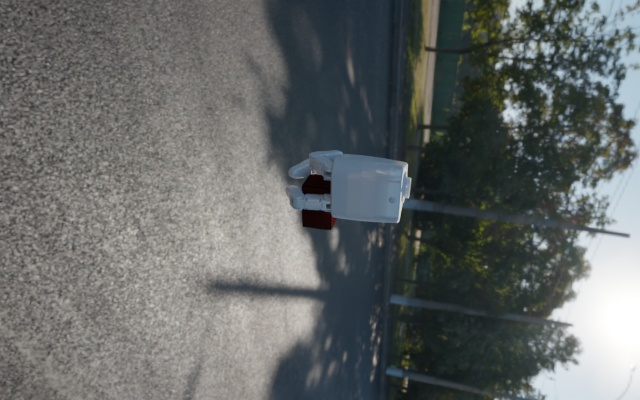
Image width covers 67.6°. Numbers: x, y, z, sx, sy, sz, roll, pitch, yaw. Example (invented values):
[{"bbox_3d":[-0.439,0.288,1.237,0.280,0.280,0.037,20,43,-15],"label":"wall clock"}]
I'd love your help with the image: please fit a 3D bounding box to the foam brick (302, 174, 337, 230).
[{"bbox_3d":[0.000,0.003,0.795,0.051,0.078,0.053,7,28,13],"label":"foam brick"}]
